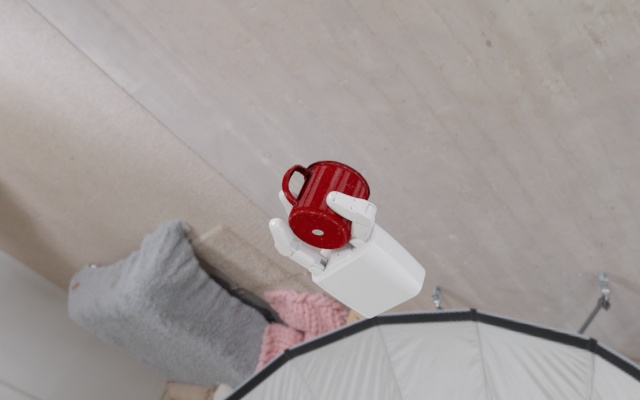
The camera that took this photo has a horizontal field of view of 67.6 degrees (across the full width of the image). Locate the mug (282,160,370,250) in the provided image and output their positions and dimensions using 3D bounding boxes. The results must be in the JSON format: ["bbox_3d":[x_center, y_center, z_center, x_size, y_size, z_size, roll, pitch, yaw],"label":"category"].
[{"bbox_3d":[-0.001,0.001,0.611,0.117,0.081,0.093,39,-39,-20],"label":"mug"}]
